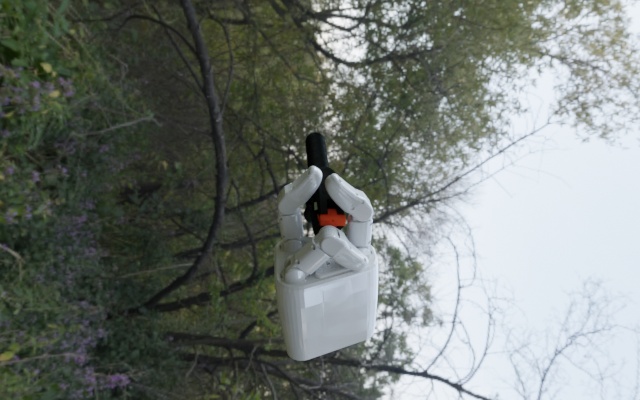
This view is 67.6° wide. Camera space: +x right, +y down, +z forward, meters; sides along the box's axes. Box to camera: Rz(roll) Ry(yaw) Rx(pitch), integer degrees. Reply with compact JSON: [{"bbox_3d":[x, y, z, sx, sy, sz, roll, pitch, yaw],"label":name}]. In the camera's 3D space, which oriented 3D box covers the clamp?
[{"bbox_3d":[0.001,0.002,0.564,0.039,0.120,0.171,-5,28,-3],"label":"clamp"}]
